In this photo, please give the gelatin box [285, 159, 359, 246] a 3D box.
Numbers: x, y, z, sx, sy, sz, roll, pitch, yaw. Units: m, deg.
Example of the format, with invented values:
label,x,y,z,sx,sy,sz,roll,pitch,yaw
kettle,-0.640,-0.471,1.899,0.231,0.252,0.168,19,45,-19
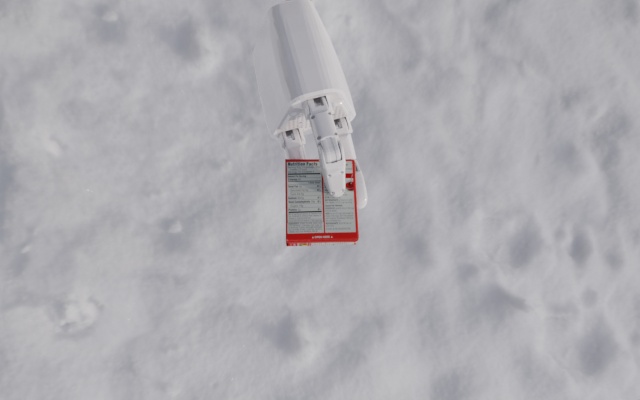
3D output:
label,x,y,z,sx,sy,sz,roll,pitch,yaw
gelatin box,0.000,0.002,0.493,0.073,0.089,0.030,-1,-16,-3
